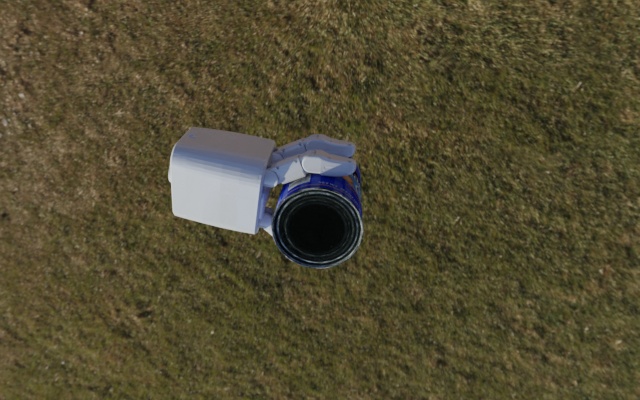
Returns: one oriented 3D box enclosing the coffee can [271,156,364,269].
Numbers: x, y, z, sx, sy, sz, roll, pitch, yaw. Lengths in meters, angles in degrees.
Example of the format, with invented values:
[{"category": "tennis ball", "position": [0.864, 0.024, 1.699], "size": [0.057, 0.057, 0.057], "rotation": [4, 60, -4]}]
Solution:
[{"category": "coffee can", "position": [0.000, 0.002, 0.587], "size": [0.103, 0.103, 0.140], "rotation": [0, 26, 3]}]
